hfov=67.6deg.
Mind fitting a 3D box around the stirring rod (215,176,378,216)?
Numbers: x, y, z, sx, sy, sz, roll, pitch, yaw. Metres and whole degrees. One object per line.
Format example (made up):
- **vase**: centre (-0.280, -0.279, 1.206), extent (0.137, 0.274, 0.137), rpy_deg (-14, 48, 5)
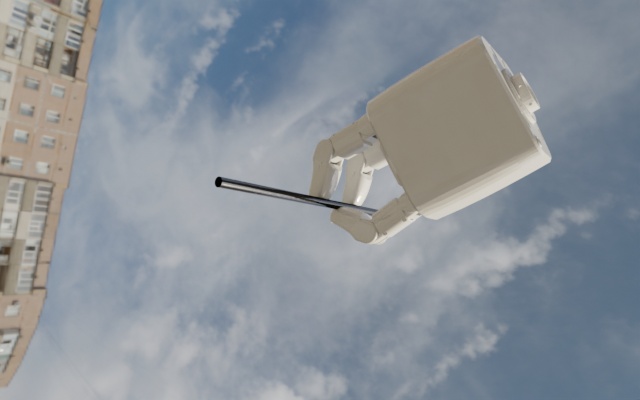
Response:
- **stirring rod**: centre (0.000, 0.001, 0.435), extent (0.011, 0.011, 0.239), rpy_deg (0, -7, 38)
